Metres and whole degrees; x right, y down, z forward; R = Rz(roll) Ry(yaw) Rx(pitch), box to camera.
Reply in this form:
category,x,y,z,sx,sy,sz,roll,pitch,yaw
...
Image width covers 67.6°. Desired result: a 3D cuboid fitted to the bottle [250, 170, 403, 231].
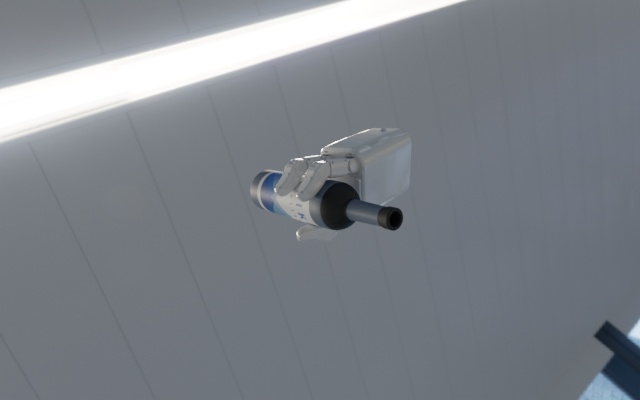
category,x,y,z,sx,sy,sz,roll,pitch,yaw
bottle,0.000,0.002,0.673,0.069,0.069,0.295,0,8,-37
